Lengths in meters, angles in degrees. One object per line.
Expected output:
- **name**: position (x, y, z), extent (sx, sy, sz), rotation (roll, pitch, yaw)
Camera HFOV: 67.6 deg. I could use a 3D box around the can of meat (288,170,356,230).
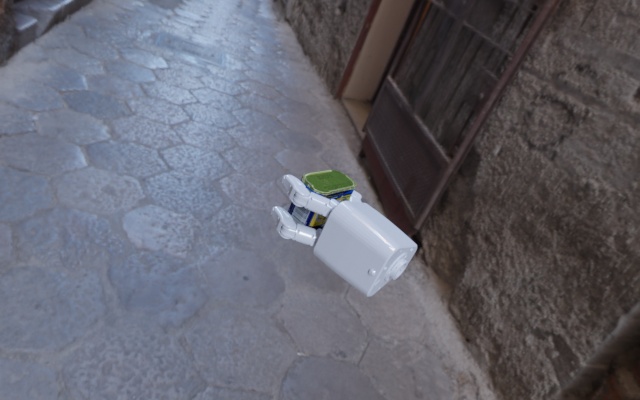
- **can of meat**: position (0.000, 0.002, 0.742), extent (0.057, 0.084, 0.102), rotation (40, 32, 27)
